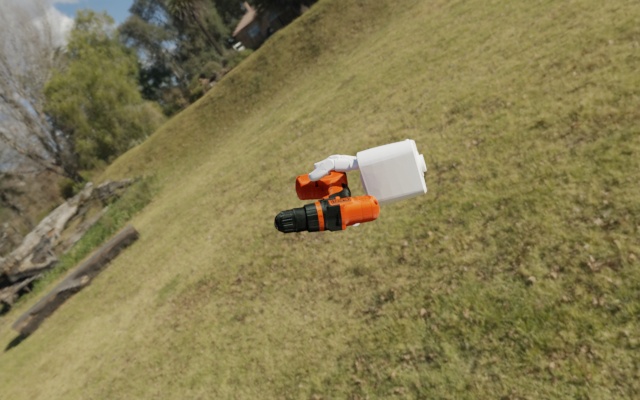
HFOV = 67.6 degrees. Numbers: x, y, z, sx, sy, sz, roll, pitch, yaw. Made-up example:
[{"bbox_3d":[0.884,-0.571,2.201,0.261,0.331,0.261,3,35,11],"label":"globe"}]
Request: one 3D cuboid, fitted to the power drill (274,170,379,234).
[{"bbox_3d":[0.000,0.003,0.892,0.184,0.057,0.187,-7,23,-7],"label":"power drill"}]
